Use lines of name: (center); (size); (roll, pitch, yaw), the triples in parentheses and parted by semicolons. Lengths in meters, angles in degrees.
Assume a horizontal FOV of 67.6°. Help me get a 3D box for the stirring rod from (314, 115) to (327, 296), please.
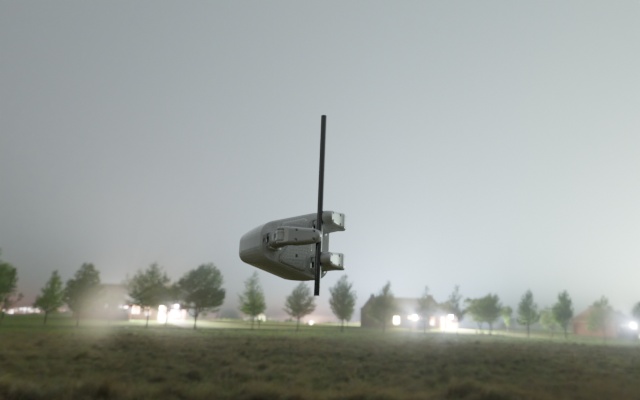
stirring rod: (0.000, 0.002, 0.623); (0.011, 0.239, 0.011); (2, -13, 0)
